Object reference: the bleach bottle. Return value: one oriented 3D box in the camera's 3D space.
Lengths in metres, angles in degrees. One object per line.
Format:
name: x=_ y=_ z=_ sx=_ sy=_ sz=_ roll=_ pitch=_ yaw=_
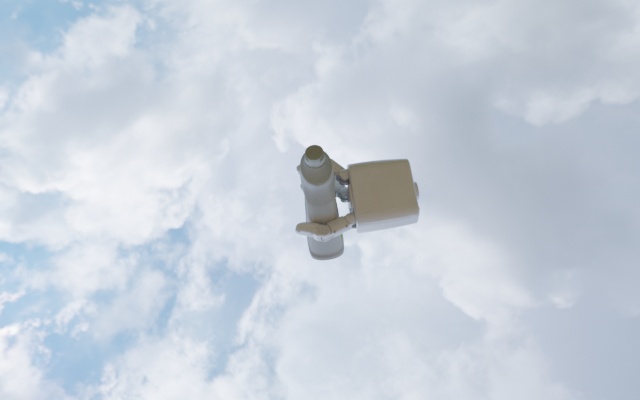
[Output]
bleach bottle: x=0.000 y=0.003 z=0.806 sx=0.068 sy=0.102 sz=0.251 roll=-9 pitch=-32 yaw=-1
